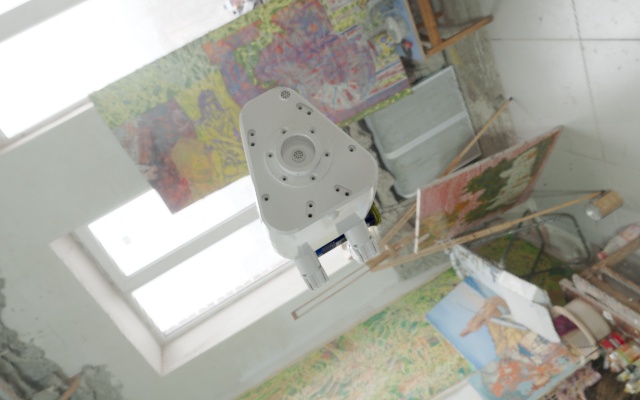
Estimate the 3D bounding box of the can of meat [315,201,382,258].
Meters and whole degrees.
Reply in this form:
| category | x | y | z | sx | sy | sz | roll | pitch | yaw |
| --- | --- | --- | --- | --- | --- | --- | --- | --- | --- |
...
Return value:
| category | x | y | z | sx | sy | sz | roll | pitch | yaw |
| --- | --- | --- | --- | --- | --- | --- | --- | --- | --- |
| can of meat | 0.000 | 0.002 | 0.491 | 0.084 | 0.102 | 0.057 | -30 | -9 | -8 |
